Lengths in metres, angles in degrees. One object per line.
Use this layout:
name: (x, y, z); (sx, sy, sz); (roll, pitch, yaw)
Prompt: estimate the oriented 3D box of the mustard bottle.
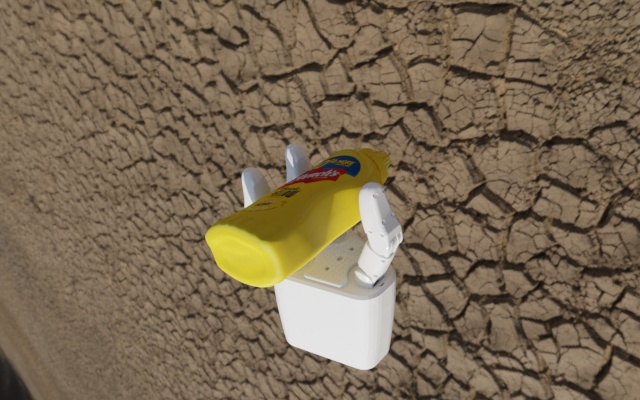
mustard bottle: (0.000, 0.001, 0.423); (0.191, 0.058, 0.096); (-34, 20, -36)
